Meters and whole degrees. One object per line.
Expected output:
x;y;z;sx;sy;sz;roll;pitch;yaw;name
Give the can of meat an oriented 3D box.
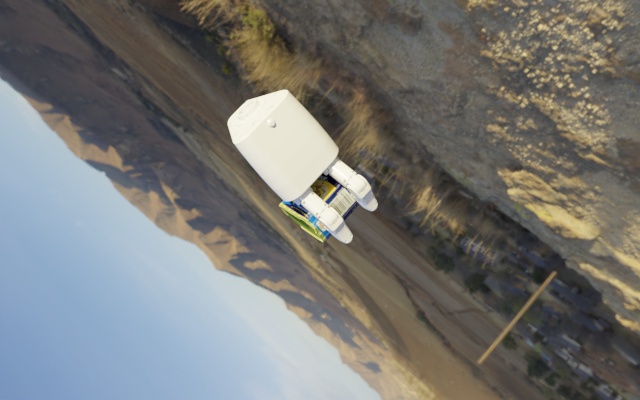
0.000;0.002;0.671;0.057;0.084;0.102;49;-12;-33;can of meat
